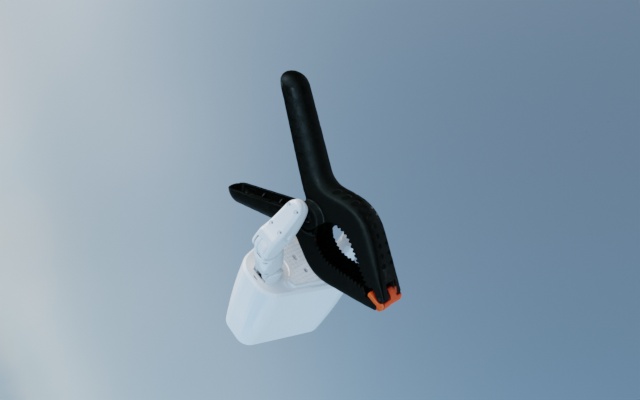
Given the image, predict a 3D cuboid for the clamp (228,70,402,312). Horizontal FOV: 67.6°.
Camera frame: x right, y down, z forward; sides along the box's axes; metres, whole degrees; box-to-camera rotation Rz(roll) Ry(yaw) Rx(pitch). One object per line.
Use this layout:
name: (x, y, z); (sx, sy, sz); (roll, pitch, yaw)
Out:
clamp: (0.000, 0.002, 0.422); (0.036, 0.165, 0.210); (-22, 59, -42)
